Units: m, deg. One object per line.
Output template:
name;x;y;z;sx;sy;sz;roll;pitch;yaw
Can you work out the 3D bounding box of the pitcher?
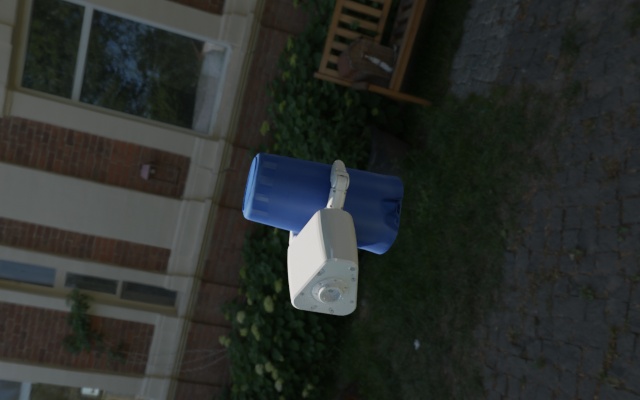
pitcher;0.000;0.003;0.784;0.243;0.149;0.145;13;35;-14
